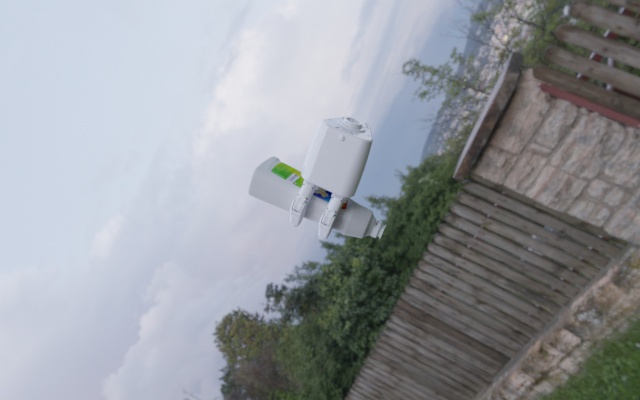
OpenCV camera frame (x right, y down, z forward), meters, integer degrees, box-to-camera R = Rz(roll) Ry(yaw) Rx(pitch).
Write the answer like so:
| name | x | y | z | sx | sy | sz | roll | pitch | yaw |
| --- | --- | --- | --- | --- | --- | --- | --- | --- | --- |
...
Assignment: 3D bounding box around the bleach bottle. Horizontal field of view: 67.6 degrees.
| name | x | y | z | sx | sy | sz | roll | pitch | yaw |
| --- | --- | --- | --- | --- | --- | --- | --- | --- | --- |
| bleach bottle | 0.000 | 0.003 | 0.869 | 0.251 | 0.068 | 0.102 | 24 | 25 | 9 |
